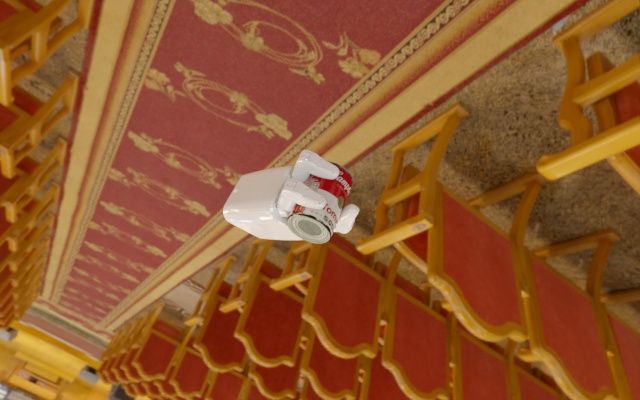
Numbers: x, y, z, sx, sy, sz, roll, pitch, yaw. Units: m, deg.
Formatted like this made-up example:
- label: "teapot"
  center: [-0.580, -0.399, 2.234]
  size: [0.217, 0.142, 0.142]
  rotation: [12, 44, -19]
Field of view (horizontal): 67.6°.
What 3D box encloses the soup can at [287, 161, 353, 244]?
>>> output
- label: "soup can"
  center: [0.000, 0.003, 0.690]
  size: [0.068, 0.102, 0.069]
  rotation: [16, -34, 12]
